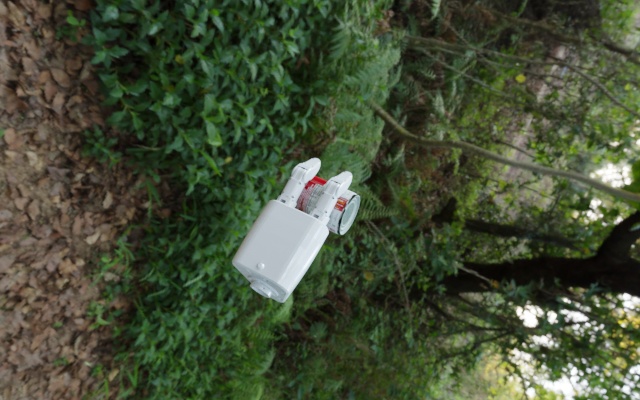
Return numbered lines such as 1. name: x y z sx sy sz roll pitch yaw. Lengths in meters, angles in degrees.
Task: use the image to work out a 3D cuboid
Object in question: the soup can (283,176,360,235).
1. soup can: 0.001 0.002 0.725 0.102 0.068 0.068 24 8 19
